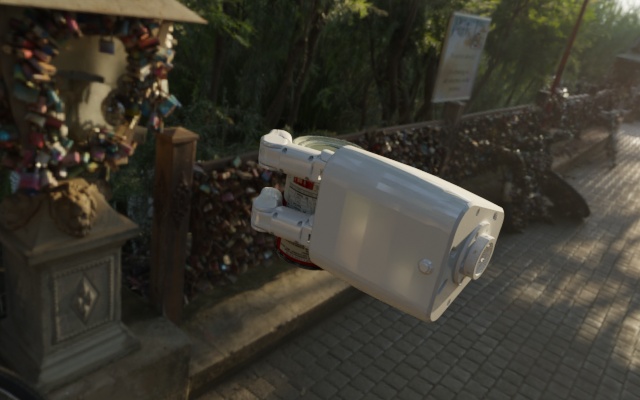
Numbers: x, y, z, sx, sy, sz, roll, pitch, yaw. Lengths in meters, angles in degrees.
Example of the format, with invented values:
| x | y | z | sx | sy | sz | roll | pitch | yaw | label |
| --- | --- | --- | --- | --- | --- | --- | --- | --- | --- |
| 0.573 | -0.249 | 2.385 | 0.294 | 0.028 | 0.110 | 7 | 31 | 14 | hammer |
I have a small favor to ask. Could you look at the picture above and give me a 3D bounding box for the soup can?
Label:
| x | y | z | sx | sy | sz | roll | pitch | yaw | label |
| --- | --- | --- | --- | --- | --- | --- | --- | --- | --- |
| 0.000 | 0.001 | 0.423 | 0.068 | 0.102 | 0.068 | 9 | 22 | -4 | soup can |
